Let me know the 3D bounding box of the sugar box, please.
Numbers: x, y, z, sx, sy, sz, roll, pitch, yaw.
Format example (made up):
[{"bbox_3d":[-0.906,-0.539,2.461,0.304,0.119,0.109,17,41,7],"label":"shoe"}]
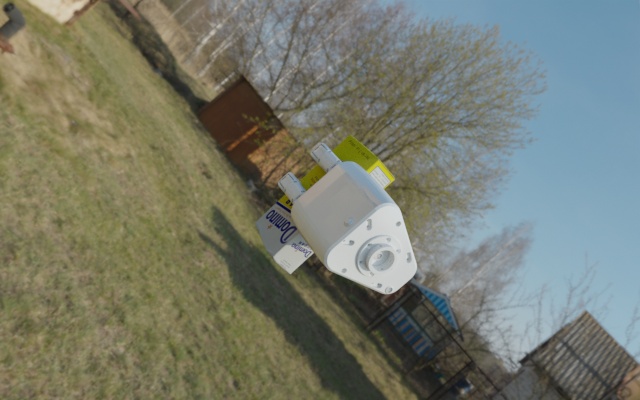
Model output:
[{"bbox_3d":[0.000,0.002,0.608,0.048,0.176,0.093,48,3,-33],"label":"sugar box"}]
